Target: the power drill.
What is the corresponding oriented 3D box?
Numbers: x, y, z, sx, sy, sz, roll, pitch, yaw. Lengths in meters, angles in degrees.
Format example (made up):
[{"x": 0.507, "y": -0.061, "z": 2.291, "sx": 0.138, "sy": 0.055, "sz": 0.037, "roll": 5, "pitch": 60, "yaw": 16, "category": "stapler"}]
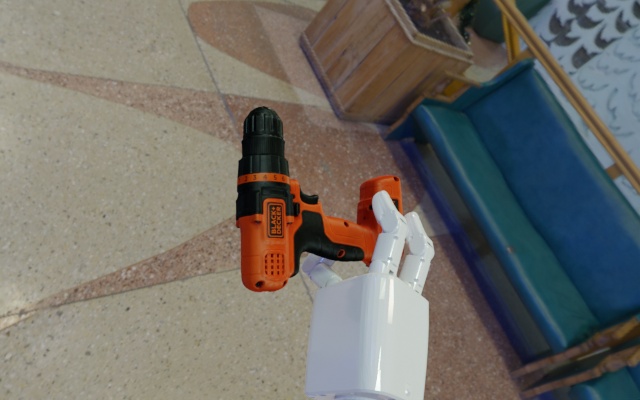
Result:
[{"x": 0.001, "y": 0.002, "z": 0.507, "sx": 0.187, "sy": 0.184, "sz": 0.057, "roll": 5, "pitch": -10, "yaw": -31, "category": "power drill"}]
